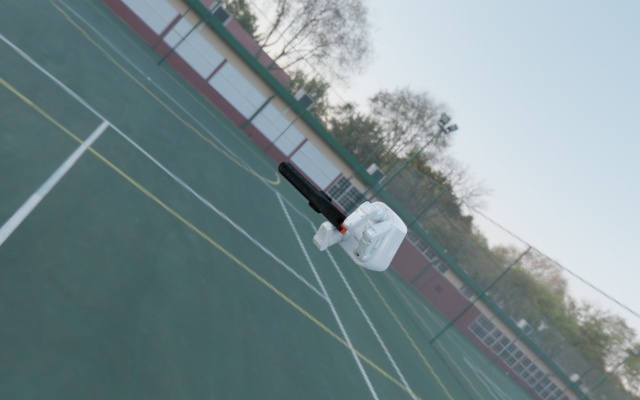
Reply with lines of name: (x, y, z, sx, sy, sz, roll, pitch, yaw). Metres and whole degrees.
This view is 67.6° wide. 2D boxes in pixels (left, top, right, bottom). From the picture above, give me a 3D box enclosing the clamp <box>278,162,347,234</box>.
clamp: (0.001, 0.002, 0.860, 0.171, 0.039, 0.120, 47, 8, 28)
